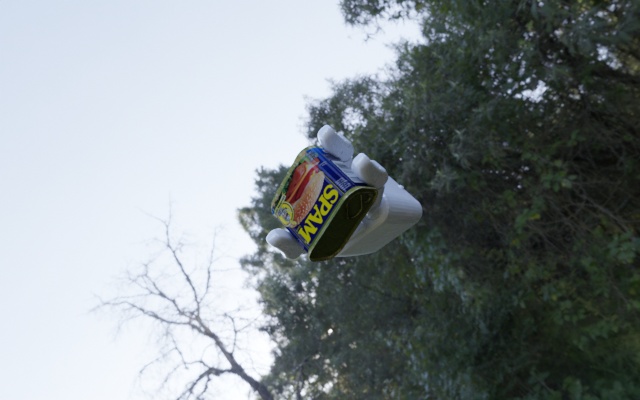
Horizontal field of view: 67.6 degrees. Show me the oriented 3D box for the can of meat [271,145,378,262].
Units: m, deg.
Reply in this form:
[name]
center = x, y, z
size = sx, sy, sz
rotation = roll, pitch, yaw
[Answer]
[can of meat]
center = 0.000, 0.002, 0.529
size = 0.057, 0.102, 0.084
rotation = 1, 37, -51
